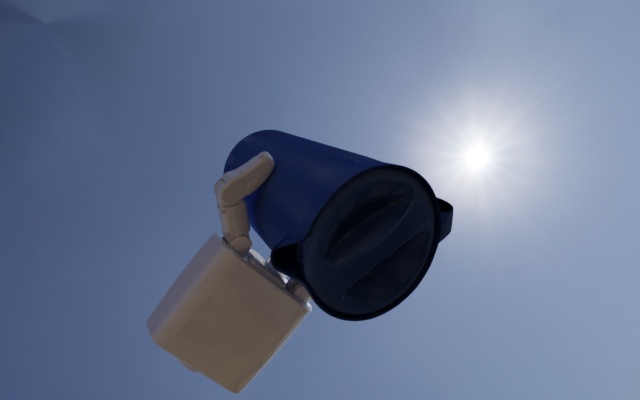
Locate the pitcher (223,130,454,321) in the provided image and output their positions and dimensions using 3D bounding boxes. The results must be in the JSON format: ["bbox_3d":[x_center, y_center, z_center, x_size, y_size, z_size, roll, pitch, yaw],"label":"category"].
[{"bbox_3d":[0.000,0.002,0.477,0.149,0.145,0.242,41,-5,-34],"label":"pitcher"}]
